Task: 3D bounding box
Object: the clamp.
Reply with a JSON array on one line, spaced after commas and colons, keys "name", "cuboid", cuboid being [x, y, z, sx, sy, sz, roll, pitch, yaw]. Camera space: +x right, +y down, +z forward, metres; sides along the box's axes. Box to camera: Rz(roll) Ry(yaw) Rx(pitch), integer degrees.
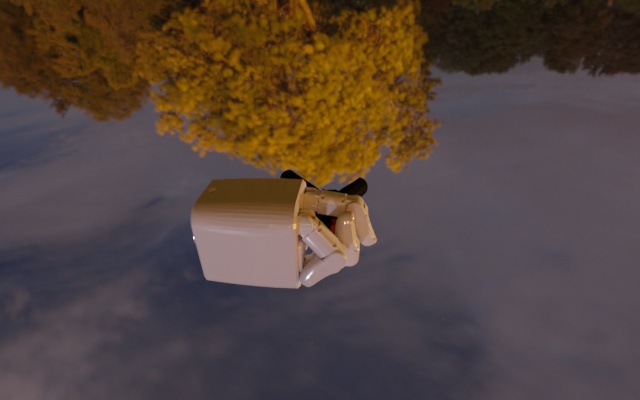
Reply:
[{"name": "clamp", "cuboid": [0.000, 0.003, 0.598, 0.120, 0.039, 0.171, 4, 22, 3]}]
